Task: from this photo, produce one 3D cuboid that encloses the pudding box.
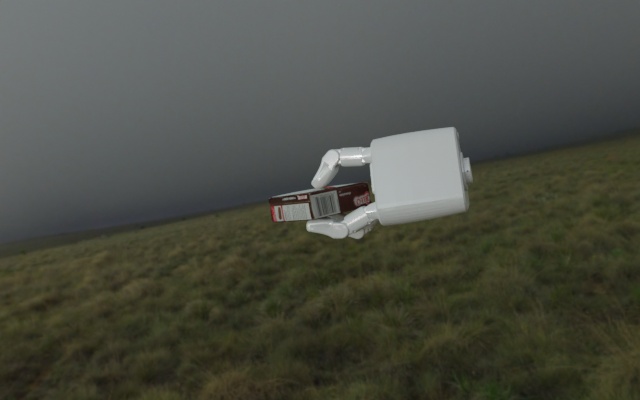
[{"bbox_3d":[0.000,0.002,0.657,0.113,0.039,0.090,-10,2,-42],"label":"pudding box"}]
